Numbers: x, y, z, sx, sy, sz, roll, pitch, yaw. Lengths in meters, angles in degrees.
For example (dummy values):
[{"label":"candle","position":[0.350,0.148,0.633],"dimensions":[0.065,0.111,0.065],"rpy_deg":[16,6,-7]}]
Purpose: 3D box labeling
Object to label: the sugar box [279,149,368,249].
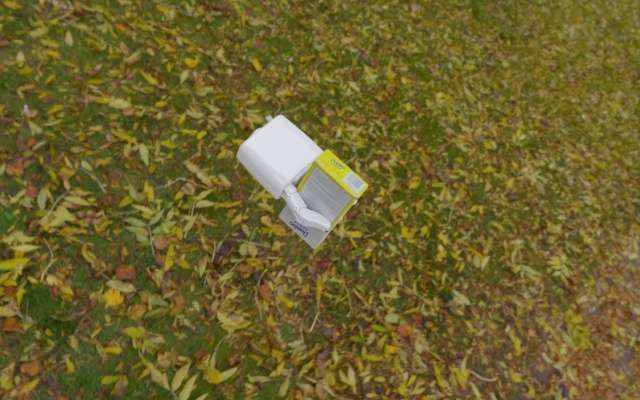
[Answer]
[{"label":"sugar box","position":[0.000,0.002,0.825],"dimensions":[0.048,0.093,0.176],"rpy_deg":[-44,-6,-39]}]
